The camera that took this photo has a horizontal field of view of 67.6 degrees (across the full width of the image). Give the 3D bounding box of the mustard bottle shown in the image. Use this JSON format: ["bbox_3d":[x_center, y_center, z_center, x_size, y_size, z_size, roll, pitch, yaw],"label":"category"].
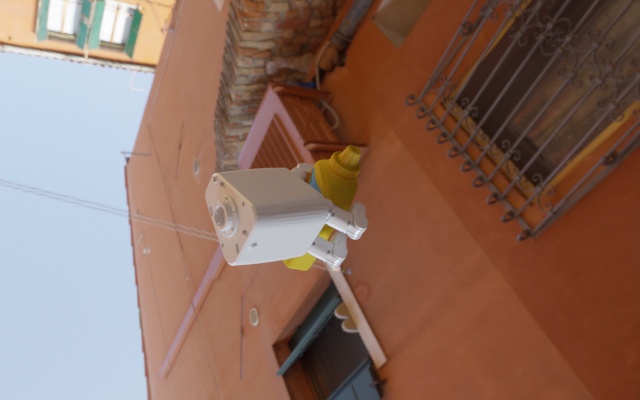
[{"bbox_3d":[0.000,0.002,0.654,0.058,0.192,0.096,15,38,-24],"label":"mustard bottle"}]
